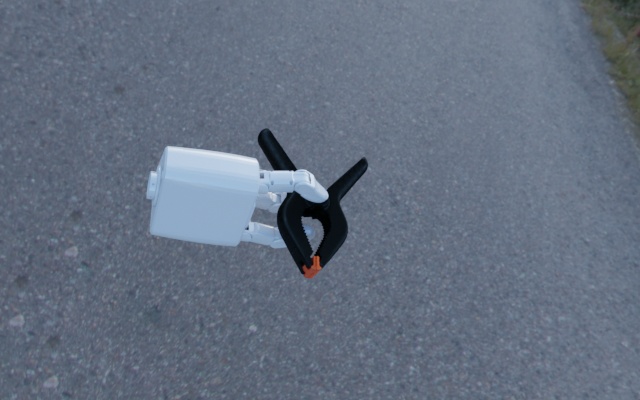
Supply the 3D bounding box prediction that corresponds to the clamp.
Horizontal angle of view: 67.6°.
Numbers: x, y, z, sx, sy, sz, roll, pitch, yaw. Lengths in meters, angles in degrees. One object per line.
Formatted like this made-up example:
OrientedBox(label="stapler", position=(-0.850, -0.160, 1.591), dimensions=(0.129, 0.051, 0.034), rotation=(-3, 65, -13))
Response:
OrientedBox(label="clamp", position=(0.000, 0.002, 0.628), dimensions=(0.164, 0.209, 0.036), rotation=(8, -35, -22))
